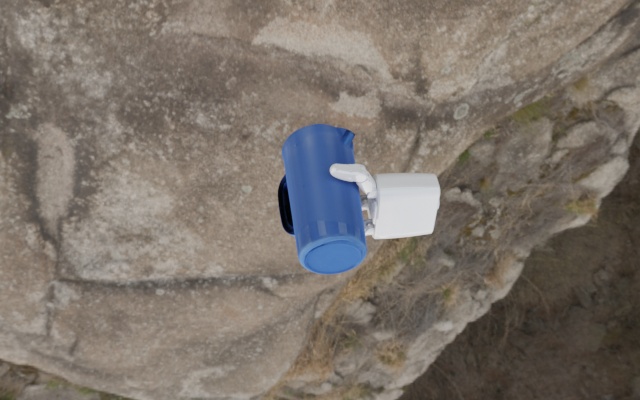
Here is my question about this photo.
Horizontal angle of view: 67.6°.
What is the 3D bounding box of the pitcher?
[{"bbox_3d":[0.000,0.003,0.812,0.145,0.242,0.149,-4,-39,-5],"label":"pitcher"}]
